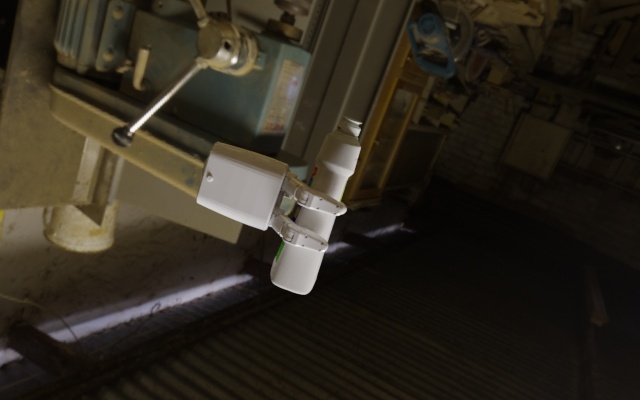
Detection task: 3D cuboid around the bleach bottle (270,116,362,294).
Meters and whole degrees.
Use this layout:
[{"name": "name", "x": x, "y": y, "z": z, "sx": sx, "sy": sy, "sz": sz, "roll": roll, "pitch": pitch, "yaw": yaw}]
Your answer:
[{"name": "bleach bottle", "x": 0.000, "y": 0.002, "z": 0.680, "sx": 0.068, "sy": 0.251, "sz": 0.102, "roll": 20, "pitch": 15, "yaw": -3}]
